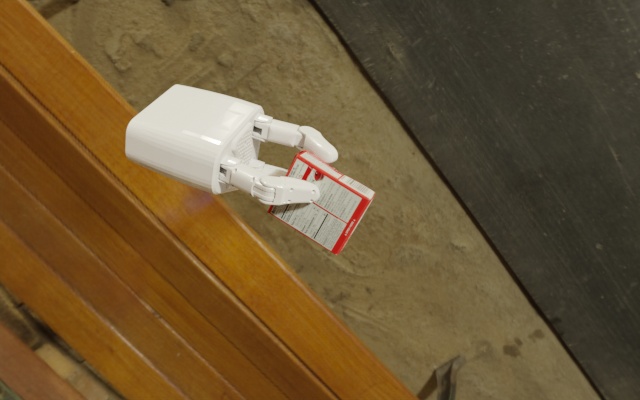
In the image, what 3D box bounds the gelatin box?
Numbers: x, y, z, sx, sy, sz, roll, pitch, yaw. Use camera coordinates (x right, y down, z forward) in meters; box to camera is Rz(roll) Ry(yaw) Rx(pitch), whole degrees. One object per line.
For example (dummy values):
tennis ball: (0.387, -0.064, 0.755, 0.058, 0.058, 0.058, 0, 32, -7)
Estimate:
gelatin box: (0.000, 0.002, 0.492, 0.089, 0.073, 0.030, 32, 24, 7)
